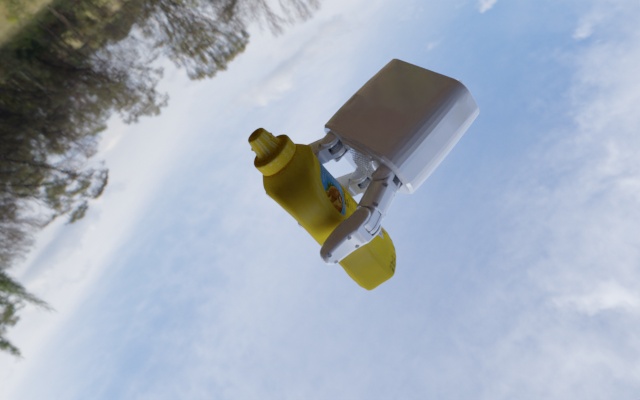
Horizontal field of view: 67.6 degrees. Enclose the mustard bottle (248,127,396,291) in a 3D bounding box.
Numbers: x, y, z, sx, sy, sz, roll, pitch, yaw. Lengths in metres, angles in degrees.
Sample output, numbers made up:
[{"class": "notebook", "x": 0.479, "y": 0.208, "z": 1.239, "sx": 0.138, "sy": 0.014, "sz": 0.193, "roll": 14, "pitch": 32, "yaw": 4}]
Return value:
[{"class": "mustard bottle", "x": 0.000, "y": 0.002, "z": 0.464, "sx": 0.058, "sy": 0.192, "sz": 0.096, "roll": -35, "pitch": 32, "yaw": 14}]
